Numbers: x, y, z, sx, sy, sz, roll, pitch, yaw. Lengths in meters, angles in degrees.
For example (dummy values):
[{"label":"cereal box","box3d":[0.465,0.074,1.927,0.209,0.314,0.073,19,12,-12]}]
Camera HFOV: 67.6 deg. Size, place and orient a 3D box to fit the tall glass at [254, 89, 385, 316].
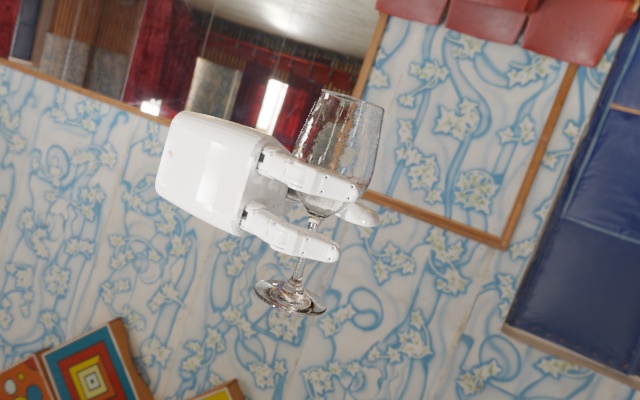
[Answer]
[{"label":"tall glass","box3d":[0.000,0.002,0.452,0.079,0.201,0.079,18,9,-3]}]
